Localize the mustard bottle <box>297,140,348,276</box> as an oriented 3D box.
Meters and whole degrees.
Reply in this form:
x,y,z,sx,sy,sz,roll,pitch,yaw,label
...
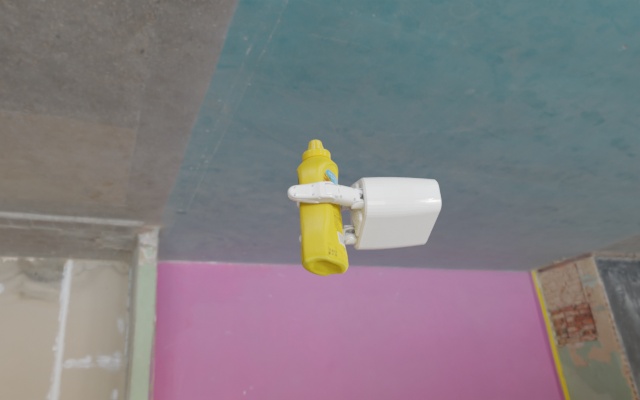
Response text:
x,y,z,sx,sy,sz,roll,pitch,yaw,label
0.000,0.002,0.666,0.058,0.191,0.096,-11,-23,15,mustard bottle
